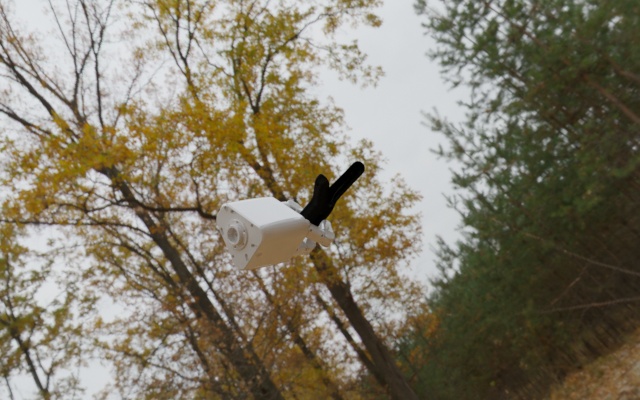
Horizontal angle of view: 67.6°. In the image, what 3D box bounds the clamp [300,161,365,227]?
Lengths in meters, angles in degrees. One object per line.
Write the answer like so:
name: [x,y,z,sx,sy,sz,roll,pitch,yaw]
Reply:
clamp: [0.000,0.002,0.828,0.120,0.171,0.039,-8,49,-52]
